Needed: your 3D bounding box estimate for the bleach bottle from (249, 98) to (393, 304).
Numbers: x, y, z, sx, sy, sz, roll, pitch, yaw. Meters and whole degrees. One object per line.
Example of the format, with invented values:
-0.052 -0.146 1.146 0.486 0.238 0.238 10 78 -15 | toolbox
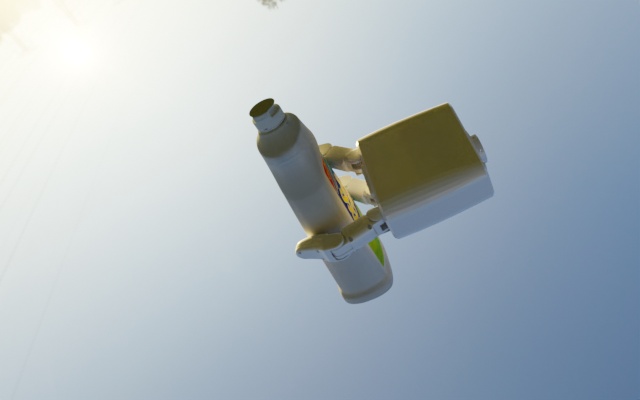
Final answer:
0.000 0.002 0.519 0.068 0.251 0.102 -24 37 12 | bleach bottle
